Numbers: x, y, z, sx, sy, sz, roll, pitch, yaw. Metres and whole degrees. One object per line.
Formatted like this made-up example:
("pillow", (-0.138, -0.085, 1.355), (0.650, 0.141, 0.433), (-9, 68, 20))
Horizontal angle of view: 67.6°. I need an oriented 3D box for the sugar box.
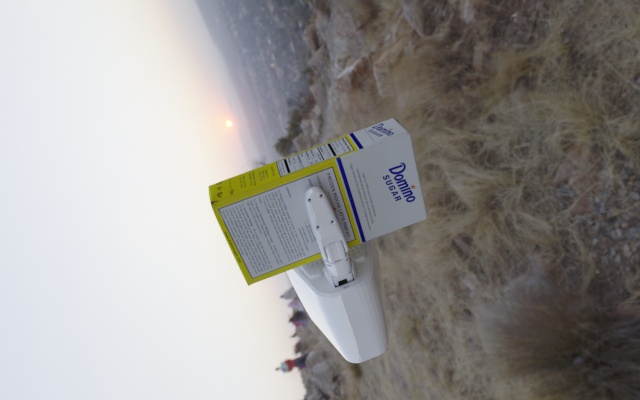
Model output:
("sugar box", (0.000, 0.001, 0.426), (0.176, 0.093, 0.048), (-21, 31, -4))
